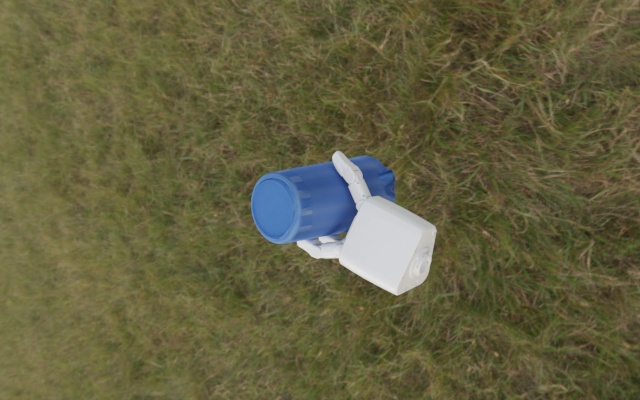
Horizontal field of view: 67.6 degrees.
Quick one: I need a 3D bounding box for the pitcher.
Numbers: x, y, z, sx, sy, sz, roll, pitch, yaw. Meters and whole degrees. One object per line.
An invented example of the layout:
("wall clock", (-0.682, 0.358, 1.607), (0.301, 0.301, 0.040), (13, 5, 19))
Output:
("pitcher", (0.000, 0.003, 0.799), (0.145, 0.149, 0.243), (30, 26, 34))
